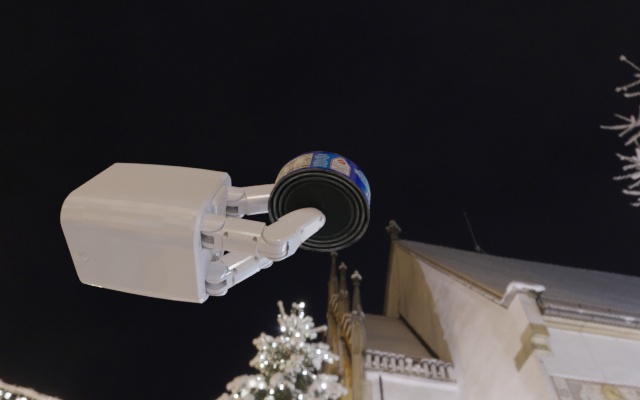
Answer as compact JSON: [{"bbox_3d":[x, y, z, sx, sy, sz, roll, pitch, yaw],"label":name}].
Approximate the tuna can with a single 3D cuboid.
[{"bbox_3d":[0.000,0.001,0.410,0.086,0.086,0.033,0,35,9],"label":"tuna can"}]
